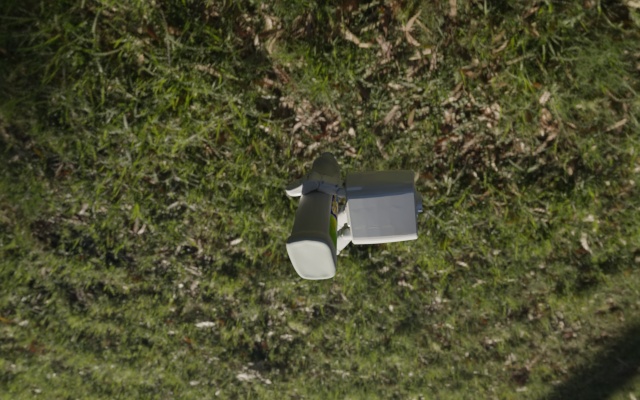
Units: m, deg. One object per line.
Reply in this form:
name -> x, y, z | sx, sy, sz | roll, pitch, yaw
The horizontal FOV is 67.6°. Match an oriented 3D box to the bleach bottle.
bleach bottle -> 0.000, 0.003, 0.795 | 0.068, 0.250, 0.103 | -4, -46, 12
